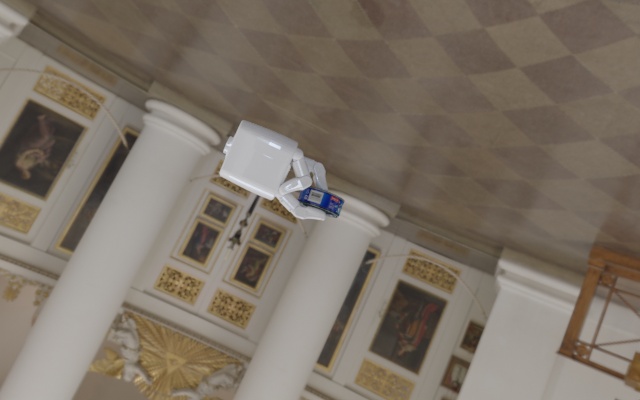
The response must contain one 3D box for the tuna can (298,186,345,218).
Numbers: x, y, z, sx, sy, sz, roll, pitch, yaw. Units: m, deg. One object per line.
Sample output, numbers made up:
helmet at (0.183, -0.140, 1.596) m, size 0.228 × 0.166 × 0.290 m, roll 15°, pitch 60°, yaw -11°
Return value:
tuna can at (0.000, 0.004, 0.900) m, size 0.086 × 0.033 × 0.086 m, roll 19°, pitch -9°, yaw 3°
